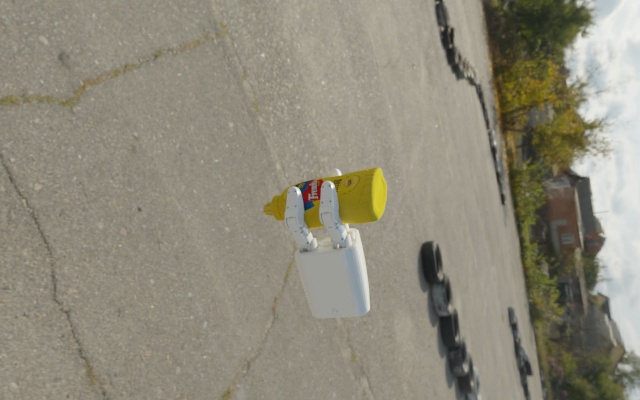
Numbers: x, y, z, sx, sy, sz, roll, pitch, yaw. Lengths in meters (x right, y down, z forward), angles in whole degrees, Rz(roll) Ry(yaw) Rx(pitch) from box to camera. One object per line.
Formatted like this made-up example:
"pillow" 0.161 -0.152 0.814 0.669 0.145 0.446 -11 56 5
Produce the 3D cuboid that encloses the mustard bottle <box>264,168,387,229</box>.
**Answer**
"mustard bottle" 0.000 0.002 0.724 0.191 0.058 0.096 -9 37 24
